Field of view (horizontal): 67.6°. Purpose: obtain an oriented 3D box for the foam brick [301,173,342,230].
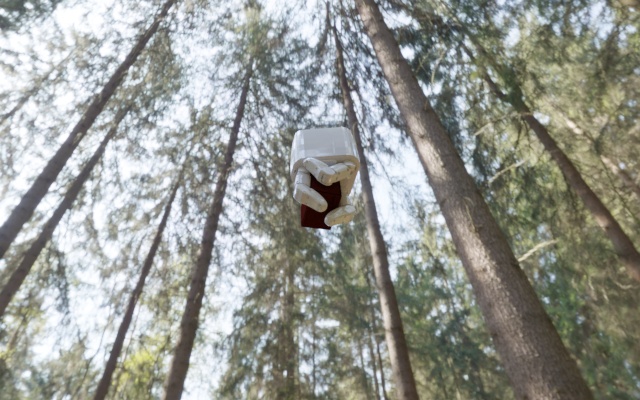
[{"bbox_3d":[0.000,0.003,0.798,0.053,0.078,0.051,9,36,-11],"label":"foam brick"}]
